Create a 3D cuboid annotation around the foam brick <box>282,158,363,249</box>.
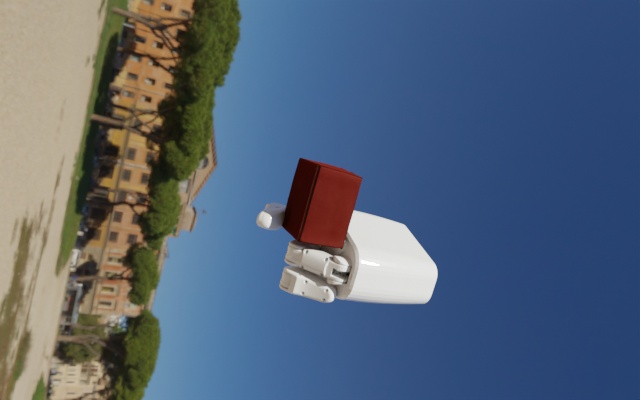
[{"bbox_3d":[0.000,0.001,0.485,0.051,0.078,0.053,11,10,-26],"label":"foam brick"}]
